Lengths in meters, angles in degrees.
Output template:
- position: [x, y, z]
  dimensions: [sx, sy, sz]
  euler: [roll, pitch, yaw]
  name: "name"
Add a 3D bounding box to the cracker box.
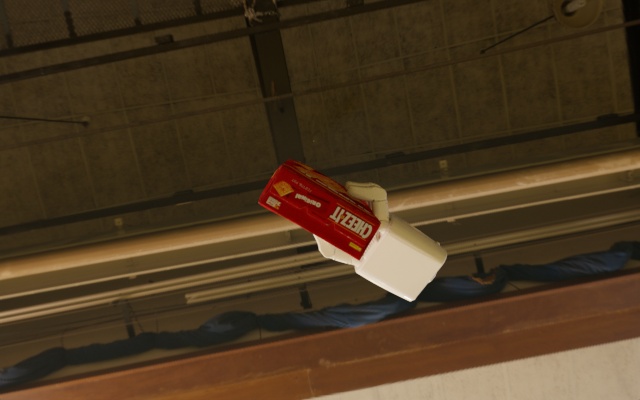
- position: [0.000, 0.003, 0.754]
  dimensions: [0.164, 0.072, 0.213]
  euler: [30, 6, -4]
  name: "cracker box"
